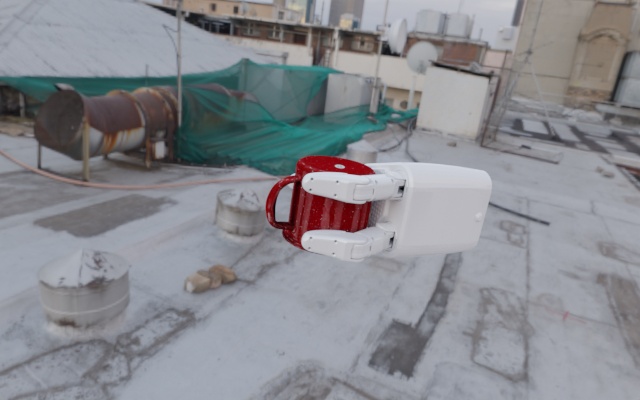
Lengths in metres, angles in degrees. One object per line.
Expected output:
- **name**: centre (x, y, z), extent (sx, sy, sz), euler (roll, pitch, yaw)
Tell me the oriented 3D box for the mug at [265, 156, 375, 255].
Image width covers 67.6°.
- **mug**: centre (-0.001, 0.001, 0.487), extent (0.117, 0.081, 0.093), euler (0, 19, -25)
